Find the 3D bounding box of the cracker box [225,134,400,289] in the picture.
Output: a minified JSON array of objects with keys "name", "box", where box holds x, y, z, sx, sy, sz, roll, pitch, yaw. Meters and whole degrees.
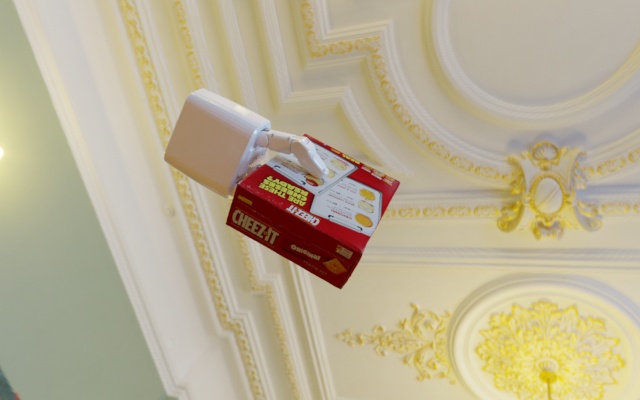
[{"name":"cracker box","box":[0.000,0.002,0.635,0.164,0.072,0.213,28,31,7]}]
